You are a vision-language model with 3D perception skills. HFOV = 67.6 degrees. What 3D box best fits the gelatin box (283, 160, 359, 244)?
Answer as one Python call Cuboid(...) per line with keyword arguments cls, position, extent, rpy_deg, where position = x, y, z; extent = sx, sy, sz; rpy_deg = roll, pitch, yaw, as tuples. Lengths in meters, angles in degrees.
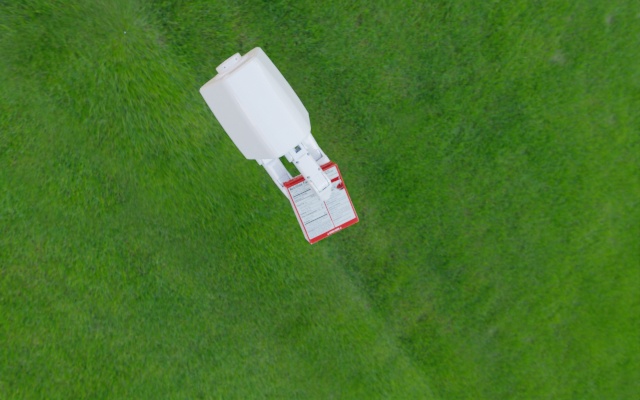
Cuboid(cls="gelatin box", position=(0.000, 0.002, 0.634), extent=(0.073, 0.089, 0.030), rpy_deg=(-26, 17, -10))
